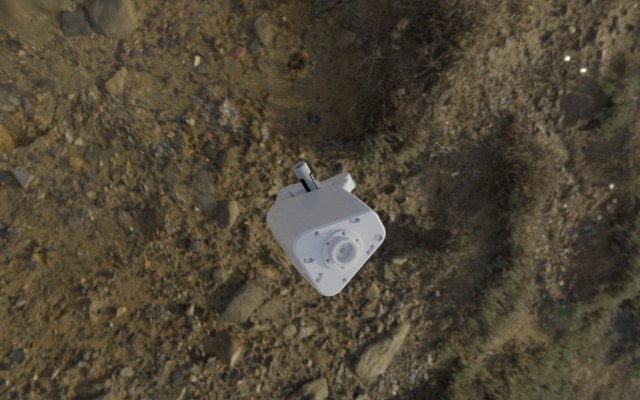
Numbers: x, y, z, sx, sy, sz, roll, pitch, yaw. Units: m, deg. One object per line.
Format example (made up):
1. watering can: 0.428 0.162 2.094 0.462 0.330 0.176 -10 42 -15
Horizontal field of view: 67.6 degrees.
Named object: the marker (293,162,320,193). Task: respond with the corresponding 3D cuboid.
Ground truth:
1. marker: 0.000 0.002 0.639 0.020 0.121 0.020 -25 25 13
